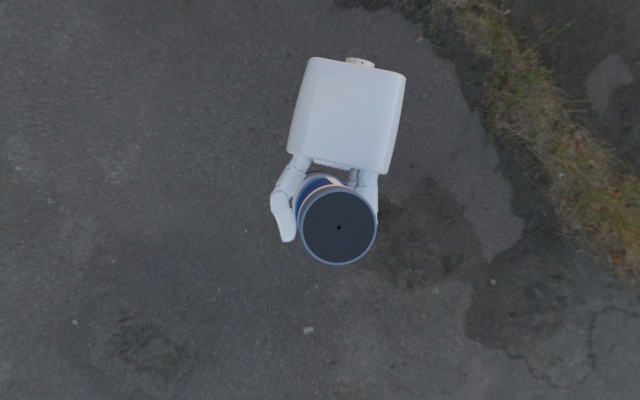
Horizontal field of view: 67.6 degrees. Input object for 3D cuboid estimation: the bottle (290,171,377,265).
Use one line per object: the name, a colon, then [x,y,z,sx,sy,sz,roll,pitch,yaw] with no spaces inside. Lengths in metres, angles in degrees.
bottle: [0.000,0.002,0.549,0.069,0.069,0.295,0,8,-6]
